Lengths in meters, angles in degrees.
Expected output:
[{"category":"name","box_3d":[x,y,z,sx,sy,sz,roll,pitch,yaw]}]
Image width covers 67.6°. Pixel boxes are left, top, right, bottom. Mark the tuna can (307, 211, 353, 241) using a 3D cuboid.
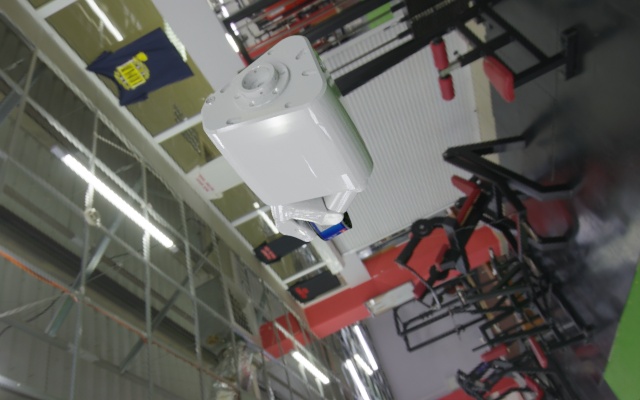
[{"category":"tuna can","box_3d":[0.000,0.002,0.534,0.034,0.086,0.086,-30,-5,9]}]
